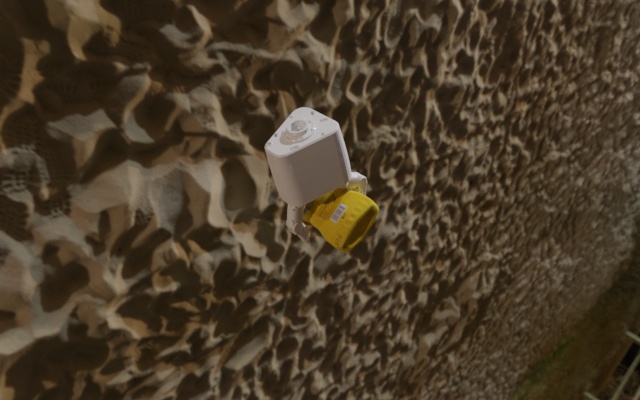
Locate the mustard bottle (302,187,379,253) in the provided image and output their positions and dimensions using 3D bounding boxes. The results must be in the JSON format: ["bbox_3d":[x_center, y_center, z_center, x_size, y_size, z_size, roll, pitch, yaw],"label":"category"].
[{"bbox_3d":[0.000,0.003,0.815,0.191,0.096,0.058,33,-2,36],"label":"mustard bottle"}]
